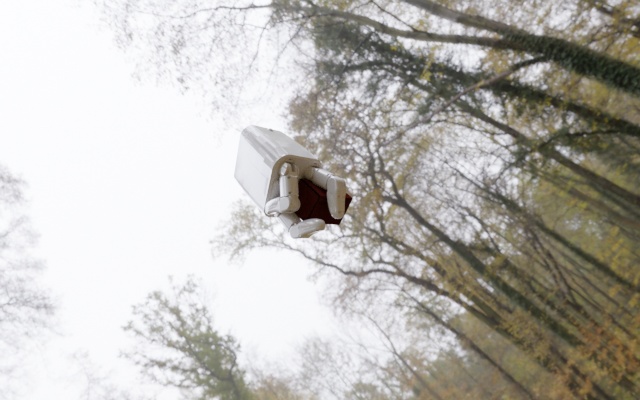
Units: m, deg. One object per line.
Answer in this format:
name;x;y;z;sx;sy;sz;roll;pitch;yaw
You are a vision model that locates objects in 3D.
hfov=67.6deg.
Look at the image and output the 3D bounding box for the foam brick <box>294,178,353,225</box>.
foam brick;0.000;0.003;0.739;0.078;0.053;0.051;5;29;-48
